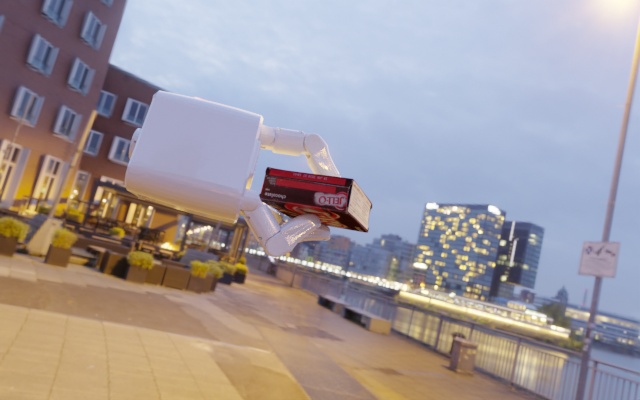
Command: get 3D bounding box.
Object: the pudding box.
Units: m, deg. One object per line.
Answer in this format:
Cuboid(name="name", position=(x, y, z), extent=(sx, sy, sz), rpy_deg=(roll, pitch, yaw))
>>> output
Cuboid(name="pudding box", position=(0.000, 0.001, 0.494), extent=(0.090, 0.039, 0.113), rpy_deg=(10, -8, 18))
